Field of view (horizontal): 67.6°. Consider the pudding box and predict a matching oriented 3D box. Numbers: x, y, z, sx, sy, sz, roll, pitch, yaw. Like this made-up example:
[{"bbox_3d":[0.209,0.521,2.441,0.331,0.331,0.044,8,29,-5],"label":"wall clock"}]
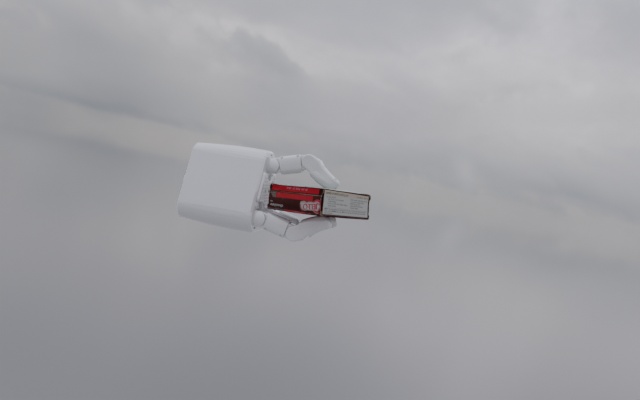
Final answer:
[{"bbox_3d":[0.000,0.002,0.632,0.090,0.039,0.113,8,3,37],"label":"pudding box"}]
